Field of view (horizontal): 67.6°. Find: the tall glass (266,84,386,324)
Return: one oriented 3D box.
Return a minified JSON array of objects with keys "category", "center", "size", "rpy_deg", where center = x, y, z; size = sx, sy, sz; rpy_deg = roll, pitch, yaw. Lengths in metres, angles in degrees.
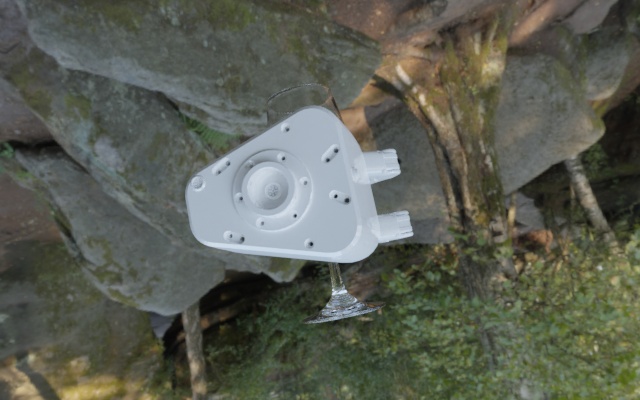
[{"category":"tall glass","center":[0.000,0.002,0.428],"size":[0.079,0.201,0.079],"rpy_deg":[-12,-8,-2]}]
